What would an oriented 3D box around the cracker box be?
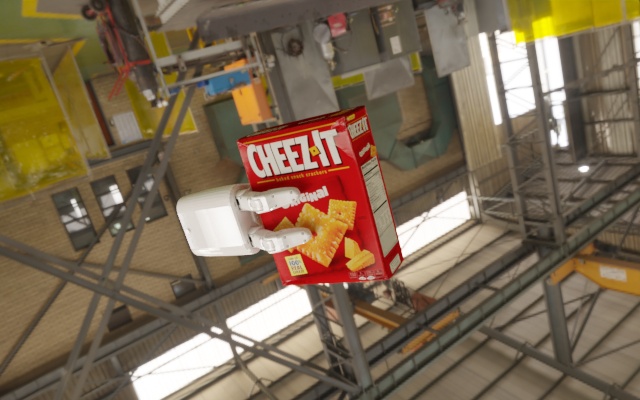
[{"bbox_3d":[0.000,0.002,0.623,0.164,0.214,0.072,-8,17,30],"label":"cracker box"}]
